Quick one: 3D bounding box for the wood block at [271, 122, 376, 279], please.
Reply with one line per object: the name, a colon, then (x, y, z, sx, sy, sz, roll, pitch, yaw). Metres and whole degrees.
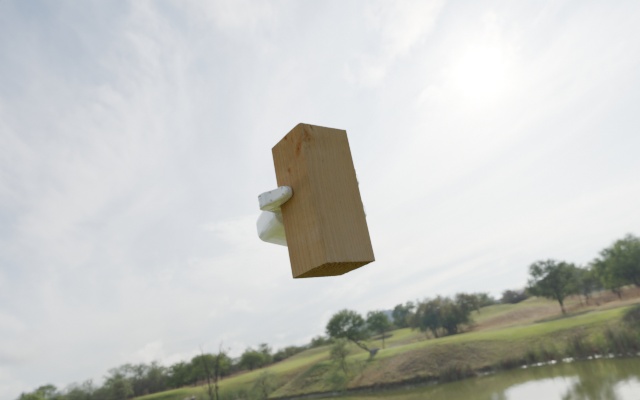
wood block: (0.000, 0.002, 0.701, 0.091, 0.206, 0.090, 2, -22, -36)
